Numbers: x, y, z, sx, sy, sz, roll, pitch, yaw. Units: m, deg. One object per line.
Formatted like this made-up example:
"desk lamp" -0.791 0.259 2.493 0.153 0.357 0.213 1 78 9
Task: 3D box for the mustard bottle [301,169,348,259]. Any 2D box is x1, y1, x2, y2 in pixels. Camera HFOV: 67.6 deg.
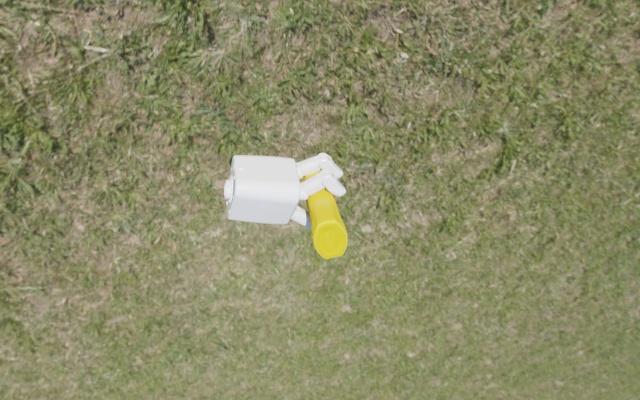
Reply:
"mustard bottle" 0.001 0.003 0.840 0.058 0.096 0.191 -15 45 0
